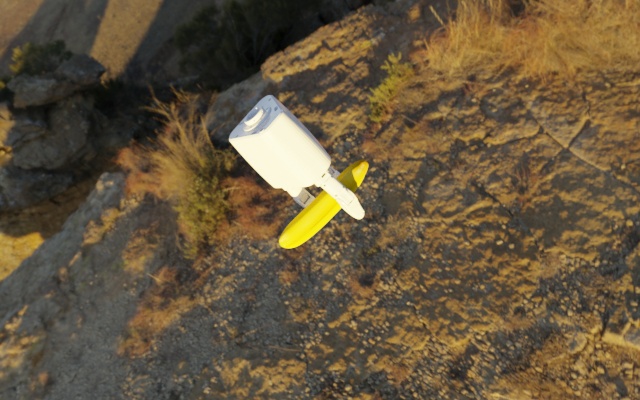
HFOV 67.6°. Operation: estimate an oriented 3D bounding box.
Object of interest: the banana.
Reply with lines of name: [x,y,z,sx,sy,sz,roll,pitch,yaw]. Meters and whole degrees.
banana: [-0.001,0.012,0.728,0.037,0.198,0.069,43,15,-17]
